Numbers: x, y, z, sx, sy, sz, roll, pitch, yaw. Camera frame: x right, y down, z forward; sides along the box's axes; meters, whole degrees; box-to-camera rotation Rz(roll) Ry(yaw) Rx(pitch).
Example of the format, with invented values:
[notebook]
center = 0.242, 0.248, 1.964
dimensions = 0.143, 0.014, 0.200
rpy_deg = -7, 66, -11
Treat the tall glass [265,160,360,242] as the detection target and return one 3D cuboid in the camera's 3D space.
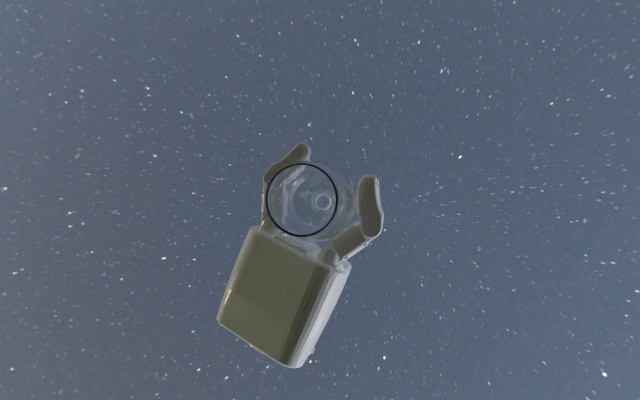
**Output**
[tall glass]
center = 0.000, 0.001, 0.492
dimensions = 0.079, 0.079, 0.201
rpy_deg = 0, -1, 9
